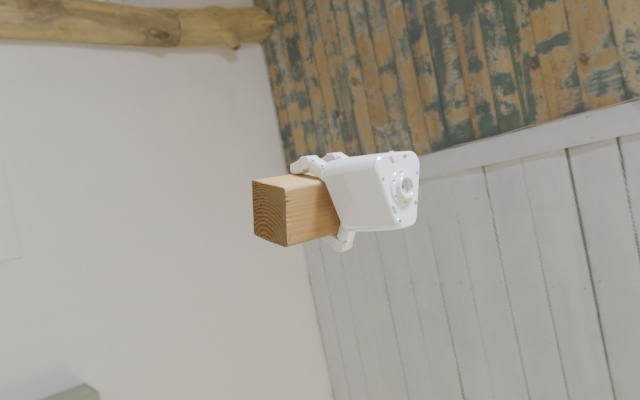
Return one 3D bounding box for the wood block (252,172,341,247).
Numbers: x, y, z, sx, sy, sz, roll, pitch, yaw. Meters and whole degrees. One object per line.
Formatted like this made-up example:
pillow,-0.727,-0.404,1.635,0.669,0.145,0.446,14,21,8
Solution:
wood block,0.000,0.003,0.774,0.206,0.091,0.090,-11,17,-39
